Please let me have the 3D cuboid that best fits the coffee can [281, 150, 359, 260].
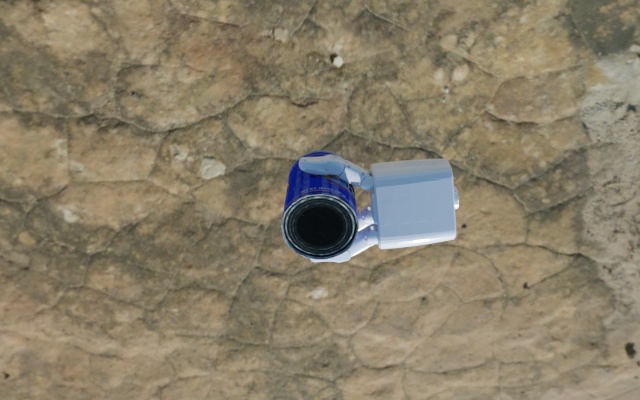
[{"bbox_3d":[0.000,0.002,0.682,0.103,0.103,0.140,0,29,1],"label":"coffee can"}]
